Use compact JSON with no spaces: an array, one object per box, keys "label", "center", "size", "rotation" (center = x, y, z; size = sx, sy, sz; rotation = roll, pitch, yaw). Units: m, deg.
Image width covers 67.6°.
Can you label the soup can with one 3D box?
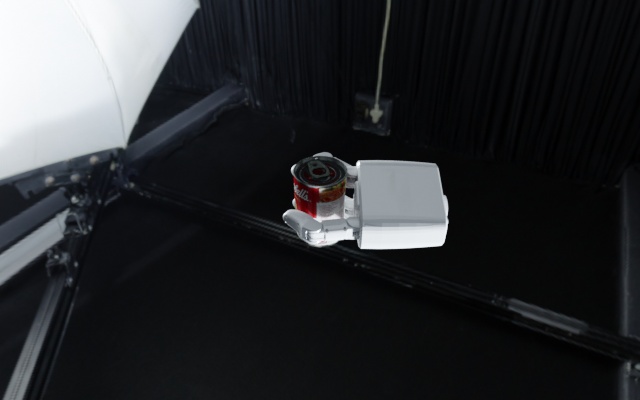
[{"label":"soup can","center":[0.000,0.002,0.626],"size":[0.068,0.102,0.068],"rotation":[0,38,0]}]
